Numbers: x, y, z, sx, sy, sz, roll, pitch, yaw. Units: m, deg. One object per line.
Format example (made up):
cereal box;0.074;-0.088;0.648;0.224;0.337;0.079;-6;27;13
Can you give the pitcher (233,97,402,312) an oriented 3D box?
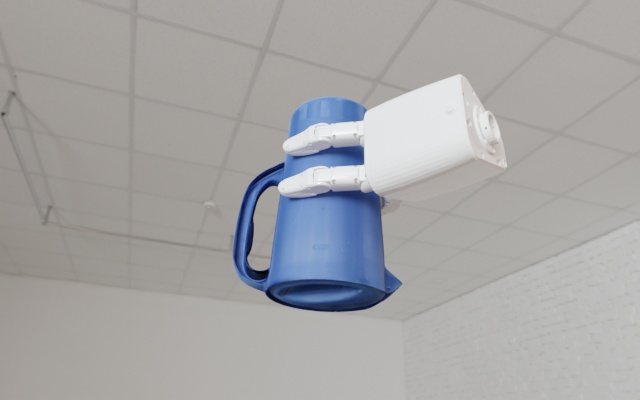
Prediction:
pitcher;0.000;0.002;0.565;0.145;0.242;0.149;-20;-34;37
